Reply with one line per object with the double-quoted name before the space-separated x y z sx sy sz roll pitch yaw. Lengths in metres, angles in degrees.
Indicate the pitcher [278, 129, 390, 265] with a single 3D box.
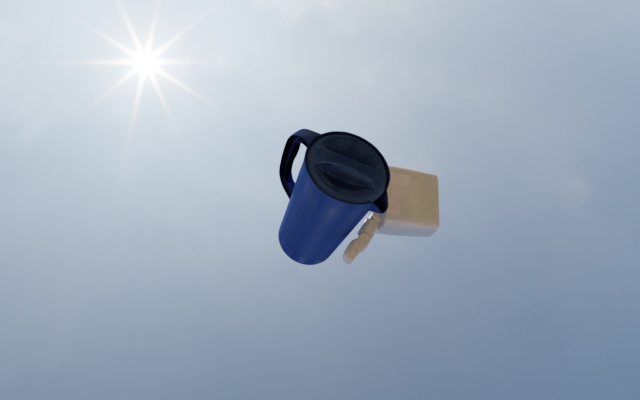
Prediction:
"pitcher" 0.000 0.003 0.789 0.145 0.149 0.243 5 -34 -17
